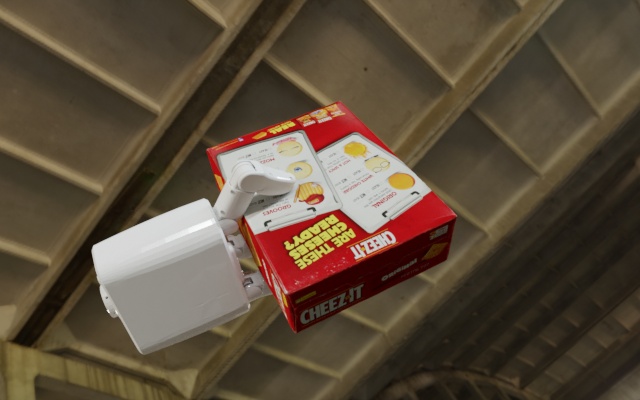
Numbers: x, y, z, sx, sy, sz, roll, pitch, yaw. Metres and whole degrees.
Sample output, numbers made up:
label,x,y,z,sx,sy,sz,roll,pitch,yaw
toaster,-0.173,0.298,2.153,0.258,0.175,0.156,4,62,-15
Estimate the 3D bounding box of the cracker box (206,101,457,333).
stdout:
label,x,y,z,sx,sy,sz,roll,pitch,yaw
cracker box,0.000,0.001,0.476,0.164,0.072,0.213,-23,47,-15
